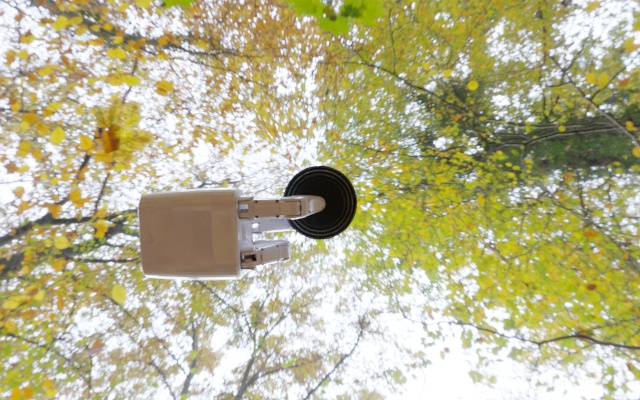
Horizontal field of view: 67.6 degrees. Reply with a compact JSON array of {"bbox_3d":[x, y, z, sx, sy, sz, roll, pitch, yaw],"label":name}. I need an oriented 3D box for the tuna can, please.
[{"bbox_3d":[0.000,0.002,0.563,0.086,0.086,0.034,0,3,4],"label":"tuna can"}]
